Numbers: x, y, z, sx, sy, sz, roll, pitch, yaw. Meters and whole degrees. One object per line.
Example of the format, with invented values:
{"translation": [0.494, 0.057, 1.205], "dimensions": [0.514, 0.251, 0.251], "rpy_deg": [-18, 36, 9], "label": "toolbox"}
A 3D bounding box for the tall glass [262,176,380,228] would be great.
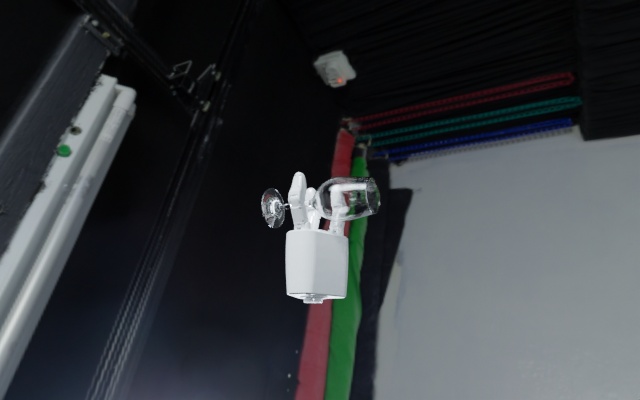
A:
{"translation": [-0.001, 0.003, 0.835], "dimensions": [0.201, 0.079, 0.079], "rpy_deg": [-8, -4, 28], "label": "tall glass"}
